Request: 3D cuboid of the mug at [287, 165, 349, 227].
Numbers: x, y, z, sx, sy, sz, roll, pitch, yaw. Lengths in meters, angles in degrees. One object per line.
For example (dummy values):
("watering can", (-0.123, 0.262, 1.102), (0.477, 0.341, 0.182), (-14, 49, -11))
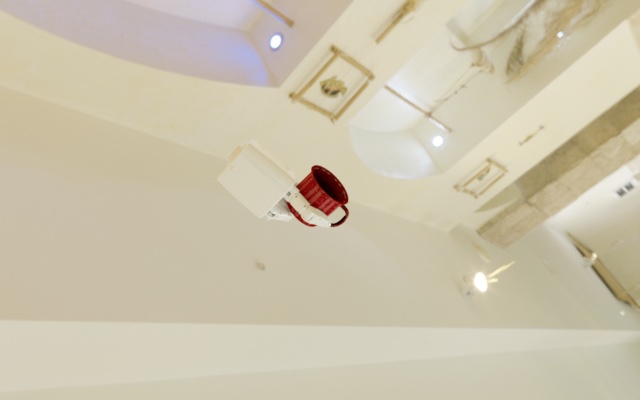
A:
("mug", (0.001, 0.004, 0.888), (0.081, 0.117, 0.093), (-43, 12, 25))
